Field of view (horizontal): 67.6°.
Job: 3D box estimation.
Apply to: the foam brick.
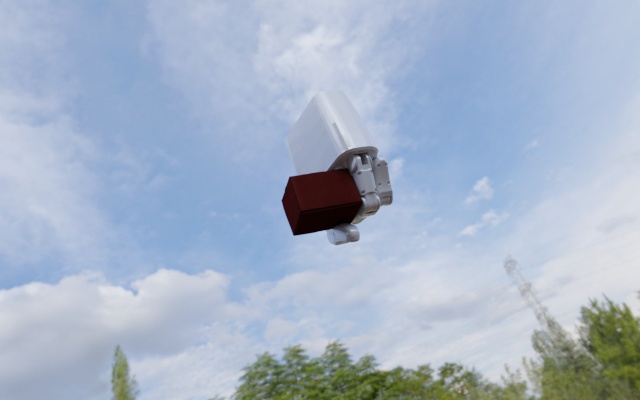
[{"bbox_3d":[0.000,0.002,0.560,0.078,0.051,0.053,-9,-30,-23],"label":"foam brick"}]
